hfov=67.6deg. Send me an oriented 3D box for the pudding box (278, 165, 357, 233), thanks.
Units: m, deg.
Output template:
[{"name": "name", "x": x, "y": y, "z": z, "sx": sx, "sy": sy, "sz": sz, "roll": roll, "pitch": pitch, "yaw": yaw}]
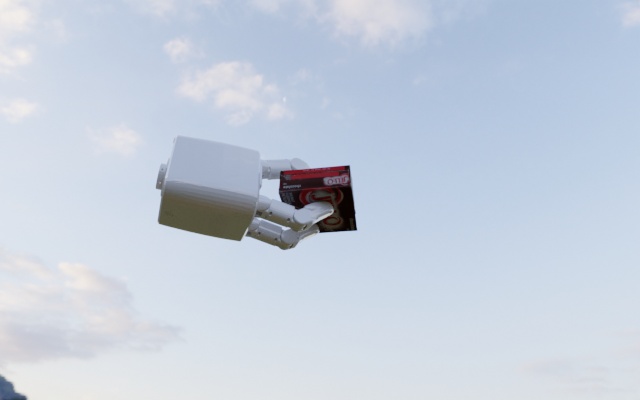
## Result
[{"name": "pudding box", "x": 0.000, "y": 0.002, "z": 0.626, "sx": 0.090, "sy": 0.039, "sz": 0.114, "roll": -4, "pitch": -31, "yaw": 7}]
